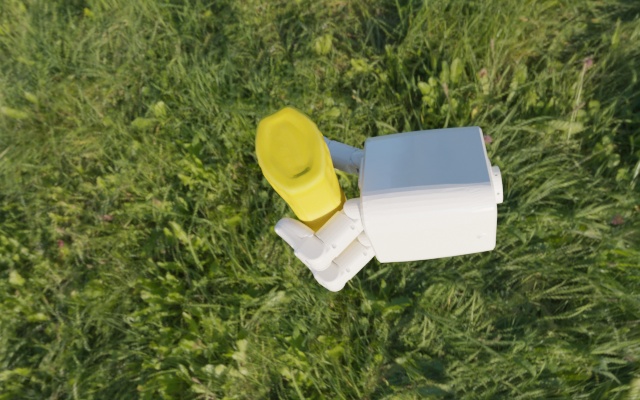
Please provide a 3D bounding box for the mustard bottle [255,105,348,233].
[{"bbox_3d":[0.000,0.002,0.467,0.058,0.096,0.192,-28,-34,1],"label":"mustard bottle"}]
